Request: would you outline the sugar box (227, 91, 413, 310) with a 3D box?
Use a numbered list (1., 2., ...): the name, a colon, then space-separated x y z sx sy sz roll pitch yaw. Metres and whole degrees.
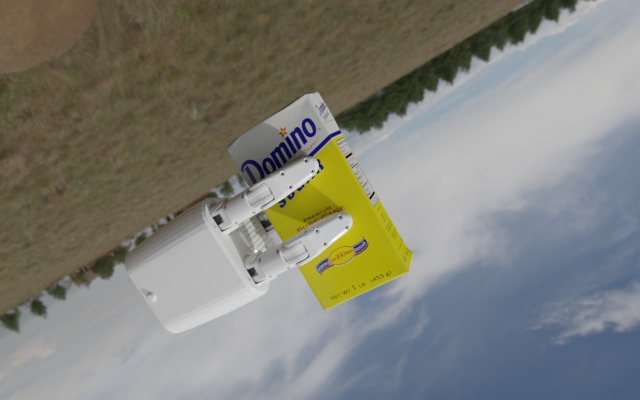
1. sugar box: 0.000 0.002 0.431 0.093 0.176 0.048 -30 7 20
